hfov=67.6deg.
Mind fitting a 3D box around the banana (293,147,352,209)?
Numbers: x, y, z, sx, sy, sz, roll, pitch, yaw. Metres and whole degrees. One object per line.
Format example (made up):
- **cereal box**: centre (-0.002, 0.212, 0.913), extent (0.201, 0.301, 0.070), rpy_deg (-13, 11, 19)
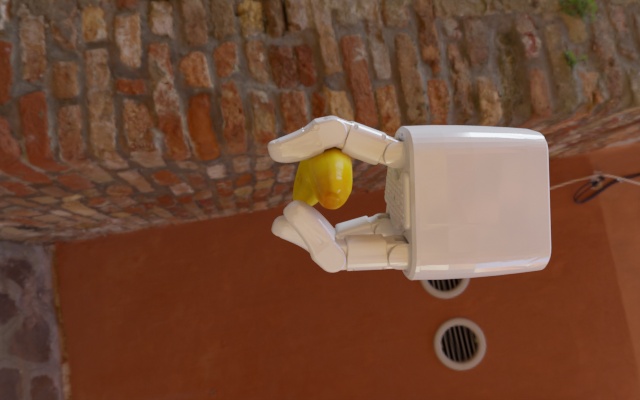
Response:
- **banana**: centre (0.001, -0.017, 0.412), extent (0.037, 0.069, 0.198), rpy_deg (6, -8, -8)
